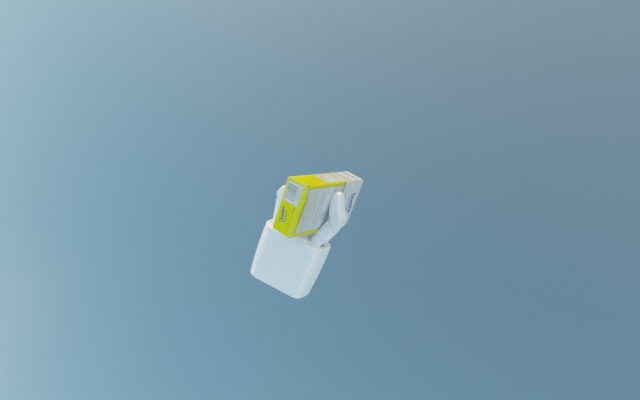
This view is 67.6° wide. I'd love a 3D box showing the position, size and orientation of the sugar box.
[{"bbox_3d":[0.000,0.003,0.809,0.048,0.093,0.176,29,20,26],"label":"sugar box"}]
